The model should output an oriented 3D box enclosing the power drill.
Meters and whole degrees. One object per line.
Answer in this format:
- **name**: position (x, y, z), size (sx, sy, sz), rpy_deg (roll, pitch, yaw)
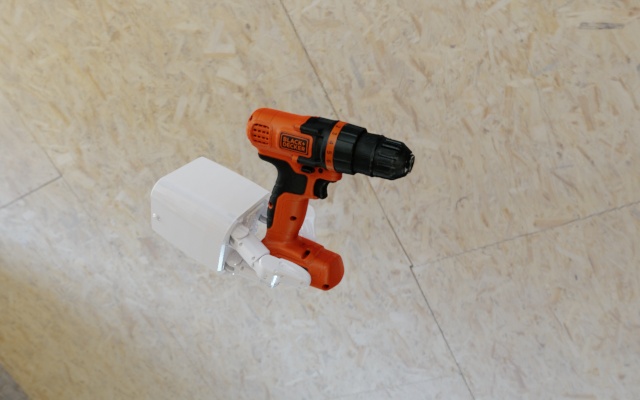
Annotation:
- **power drill**: position (0.000, 0.002, 0.524), size (0.184, 0.188, 0.057), rpy_deg (18, 25, 22)
